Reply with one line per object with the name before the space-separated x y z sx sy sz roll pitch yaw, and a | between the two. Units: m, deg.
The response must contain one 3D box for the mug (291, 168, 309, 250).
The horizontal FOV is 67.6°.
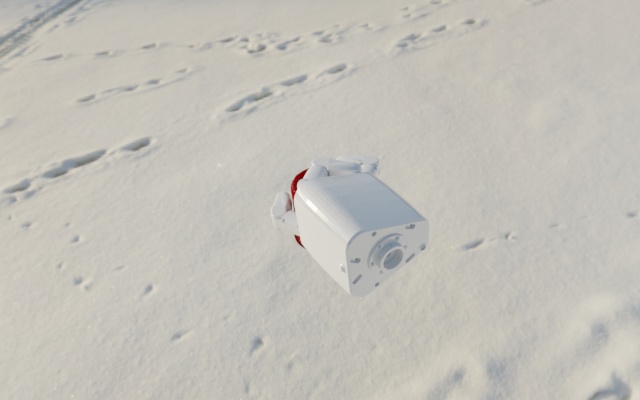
mug | -0.001 0.001 0.628 0.093 0.082 0.117 -24 40 -21
